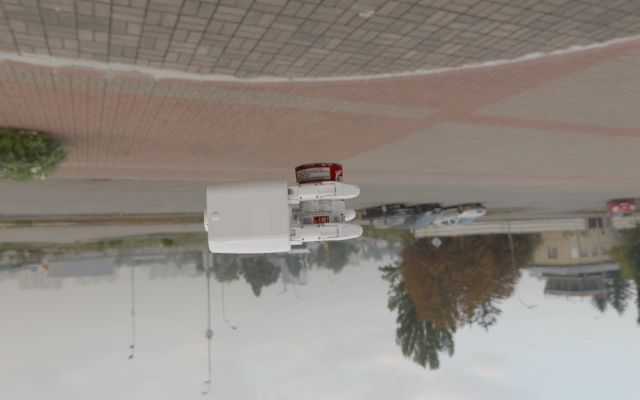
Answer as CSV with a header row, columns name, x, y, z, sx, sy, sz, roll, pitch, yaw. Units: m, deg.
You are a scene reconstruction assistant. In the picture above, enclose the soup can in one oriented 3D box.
name,x,y,z,sx,sy,sz,roll,pitch,yaw
soup can,0.001,0.002,0.675,0.068,0.102,0.068,-3,-6,0
